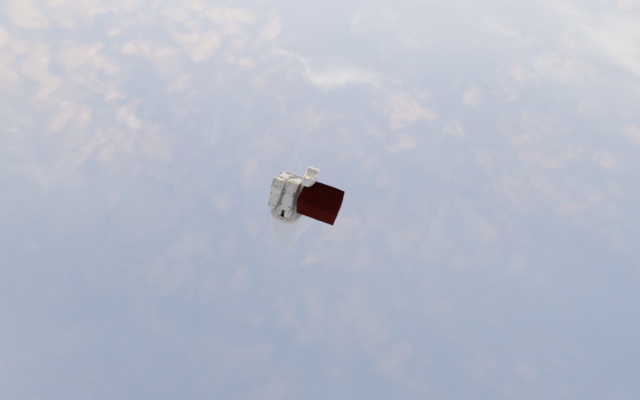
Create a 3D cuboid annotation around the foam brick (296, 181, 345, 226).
[{"bbox_3d":[0.000,0.003,0.893,0.078,0.053,0.051,20,-30,7],"label":"foam brick"}]
